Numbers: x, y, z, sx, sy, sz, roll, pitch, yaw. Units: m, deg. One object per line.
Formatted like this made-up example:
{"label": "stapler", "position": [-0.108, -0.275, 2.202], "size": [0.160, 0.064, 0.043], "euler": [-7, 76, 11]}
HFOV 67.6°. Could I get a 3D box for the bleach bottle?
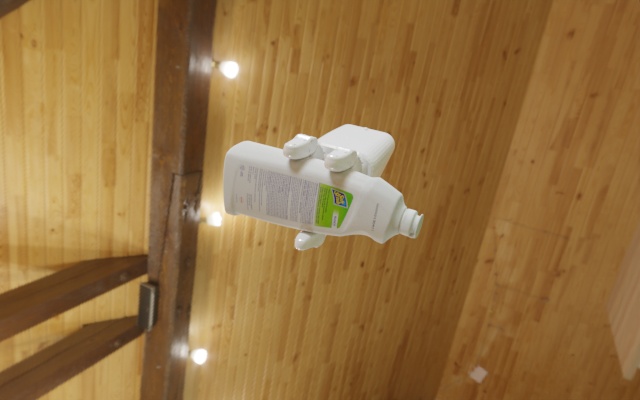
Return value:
{"label": "bleach bottle", "position": [0.000, 0.002, 0.591], "size": [0.251, 0.103, 0.068], "euler": [17, 31, 20]}
